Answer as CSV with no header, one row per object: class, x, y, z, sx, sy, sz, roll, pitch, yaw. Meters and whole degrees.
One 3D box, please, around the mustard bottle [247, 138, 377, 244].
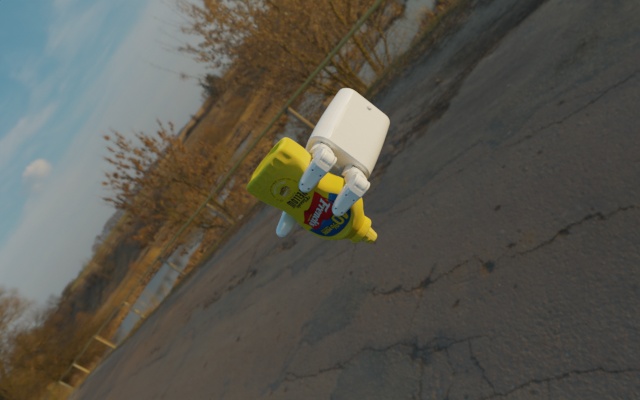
mustard bottle,0.000,0.002,0.661,0.192,0.096,0.058,35,35,-15
